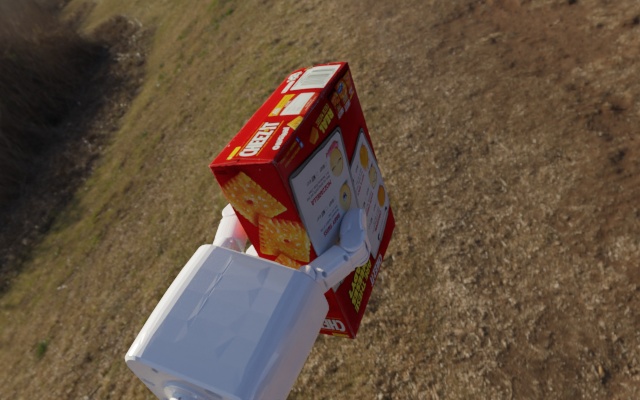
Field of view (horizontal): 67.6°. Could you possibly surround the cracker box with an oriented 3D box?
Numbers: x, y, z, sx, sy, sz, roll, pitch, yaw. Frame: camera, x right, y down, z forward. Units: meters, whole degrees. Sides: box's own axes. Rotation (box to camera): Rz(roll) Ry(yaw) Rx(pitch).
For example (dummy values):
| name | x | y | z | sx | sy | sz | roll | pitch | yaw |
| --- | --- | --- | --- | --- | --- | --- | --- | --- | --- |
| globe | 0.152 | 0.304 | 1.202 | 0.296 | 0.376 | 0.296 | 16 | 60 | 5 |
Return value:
| name | x | y | z | sx | sy | sz | roll | pitch | yaw |
| --- | --- | --- | --- | --- | --- | --- | --- | --- | --- |
| cracker box | 0.000 | 0.001 | 0.465 | 0.072 | 0.214 | 0.164 | 0 | 41 | 28 |
